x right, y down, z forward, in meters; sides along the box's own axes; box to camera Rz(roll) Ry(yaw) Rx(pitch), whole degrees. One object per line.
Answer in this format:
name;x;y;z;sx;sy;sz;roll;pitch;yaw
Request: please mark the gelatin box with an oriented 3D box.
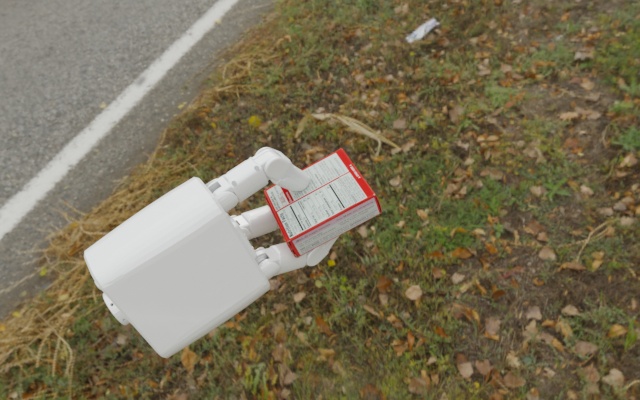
gelatin box;0.000;0.001;0.439;0.089;0.073;0.030;-29;-43;-2
